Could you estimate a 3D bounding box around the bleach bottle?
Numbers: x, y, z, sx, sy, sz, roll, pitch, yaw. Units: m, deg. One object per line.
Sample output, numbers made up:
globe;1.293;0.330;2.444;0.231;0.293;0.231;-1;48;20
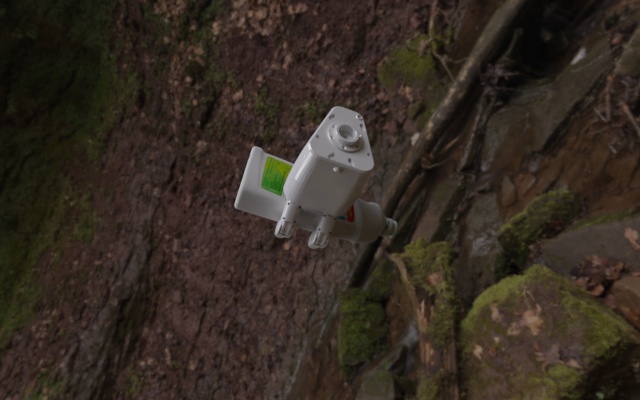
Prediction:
bleach bottle;0.000;0.003;0.747;0.251;0.102;0.068;18;-39;-10
